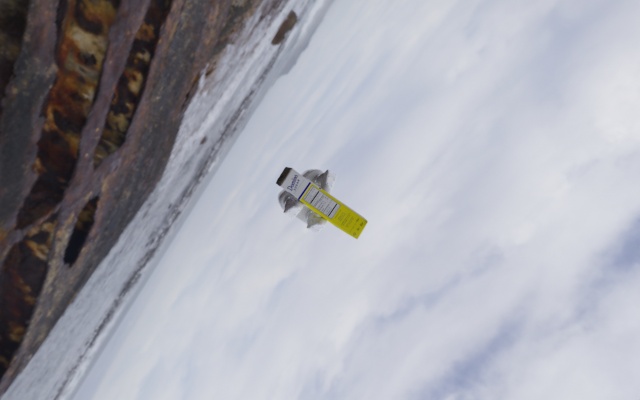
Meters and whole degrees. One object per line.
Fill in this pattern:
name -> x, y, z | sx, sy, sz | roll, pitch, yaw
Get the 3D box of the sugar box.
sugar box -> 0.000, 0.003, 0.900 | 0.176, 0.048, 0.093 | 32, -1, -12
